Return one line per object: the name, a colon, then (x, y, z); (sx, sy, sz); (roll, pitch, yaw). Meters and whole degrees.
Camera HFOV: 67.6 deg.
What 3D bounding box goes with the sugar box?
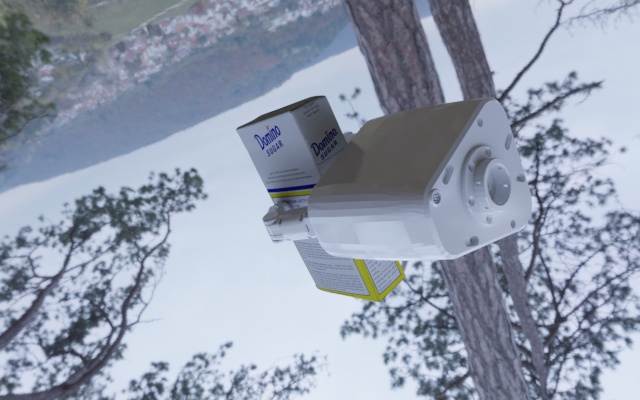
sugar box: (0.001, 0.001, 0.421); (0.048, 0.176, 0.093); (-33, 18, -33)
